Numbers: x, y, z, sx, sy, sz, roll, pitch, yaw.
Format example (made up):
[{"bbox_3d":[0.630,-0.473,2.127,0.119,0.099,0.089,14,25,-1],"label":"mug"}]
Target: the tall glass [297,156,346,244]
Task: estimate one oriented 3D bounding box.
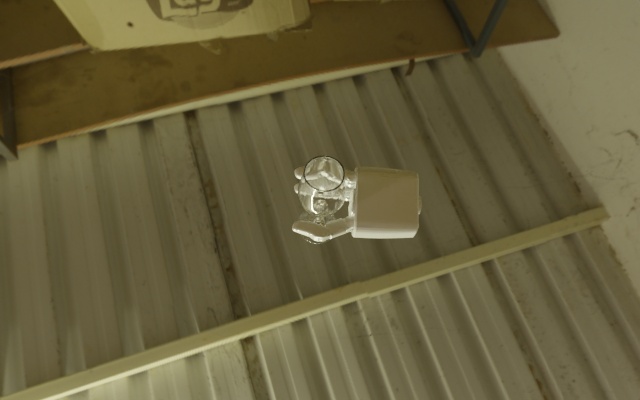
[{"bbox_3d":[0.000,0.003,0.799,0.079,0.079,0.201,0,-26,-3],"label":"tall glass"}]
